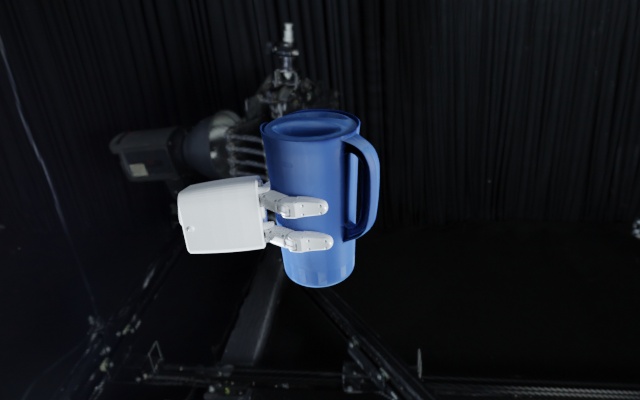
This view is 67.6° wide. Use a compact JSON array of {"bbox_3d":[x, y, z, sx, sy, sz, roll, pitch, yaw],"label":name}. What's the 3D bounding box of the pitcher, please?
[{"bbox_3d":[0.000,0.002,0.679,0.145,0.243,0.149,-6,27,-3],"label":"pitcher"}]
